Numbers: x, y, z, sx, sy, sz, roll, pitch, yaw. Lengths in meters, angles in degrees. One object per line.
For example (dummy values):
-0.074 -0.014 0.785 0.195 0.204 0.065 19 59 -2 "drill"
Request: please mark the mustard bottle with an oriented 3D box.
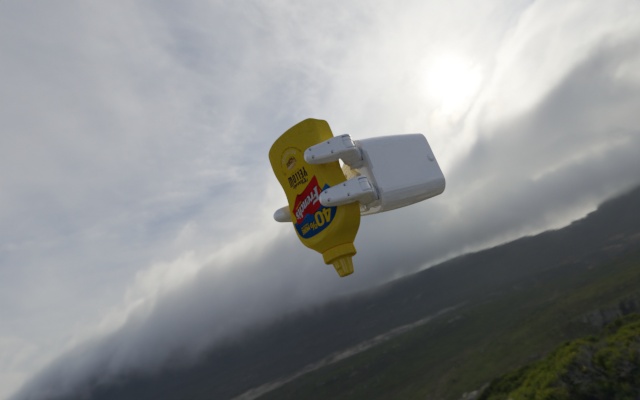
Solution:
0.000 0.002 0.590 0.058 0.191 0.096 -2 -25 -48 "mustard bottle"
